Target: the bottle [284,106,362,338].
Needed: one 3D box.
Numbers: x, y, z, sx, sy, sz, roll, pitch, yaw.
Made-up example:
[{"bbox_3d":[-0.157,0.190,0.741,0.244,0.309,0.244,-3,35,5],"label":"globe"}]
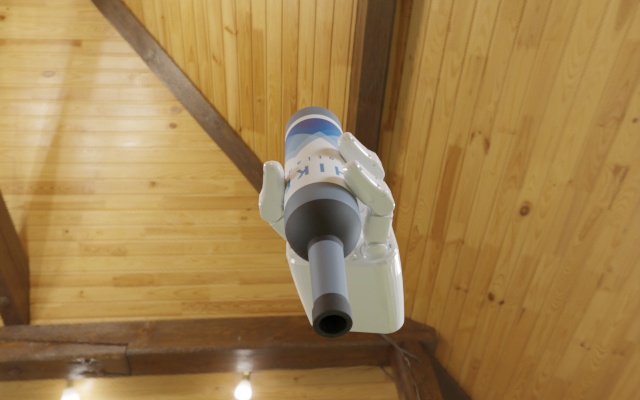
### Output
[{"bbox_3d":[0.000,0.001,0.439,0.069,0.069,0.295,0,34,-4],"label":"bottle"}]
